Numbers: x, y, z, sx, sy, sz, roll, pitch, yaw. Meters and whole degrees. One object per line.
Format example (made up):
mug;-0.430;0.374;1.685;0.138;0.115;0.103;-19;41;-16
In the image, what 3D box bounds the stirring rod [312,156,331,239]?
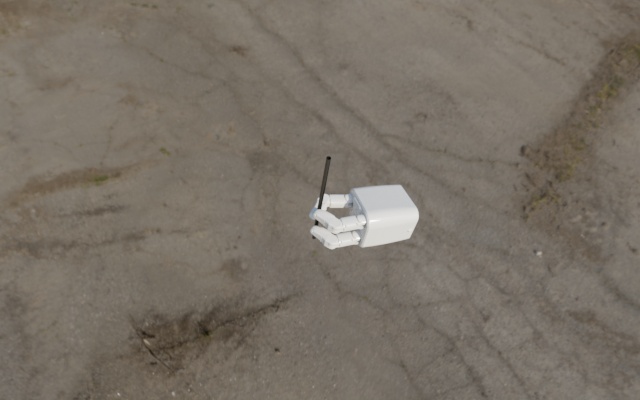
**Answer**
stirring rod;0.000;0.003;0.879;0.011;0.011;0.240;0;-37;-8
